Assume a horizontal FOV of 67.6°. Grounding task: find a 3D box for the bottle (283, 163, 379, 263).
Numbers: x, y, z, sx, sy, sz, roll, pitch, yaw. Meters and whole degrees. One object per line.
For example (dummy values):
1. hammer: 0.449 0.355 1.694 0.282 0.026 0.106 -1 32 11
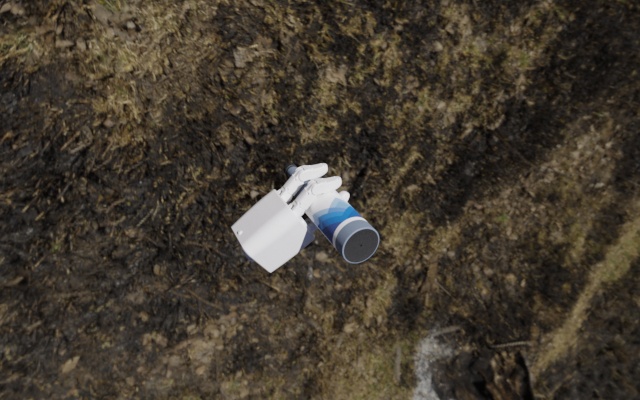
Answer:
1. bottle: 0.000 0.003 0.855 0.069 0.069 0.295 0 27 -29
